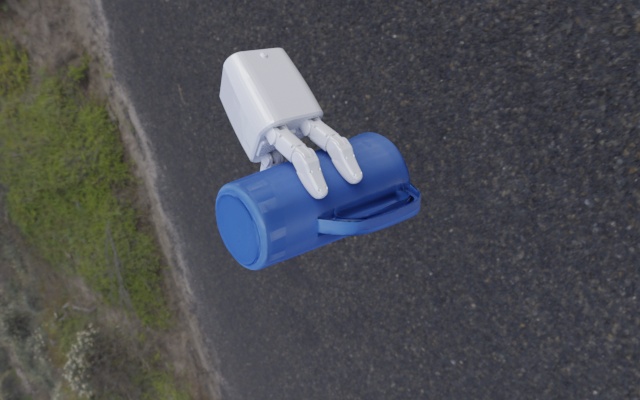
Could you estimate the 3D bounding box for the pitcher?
[{"bbox_3d":[0.000,0.002,0.615,0.243,0.145,0.149,-21,-12,-37],"label":"pitcher"}]
